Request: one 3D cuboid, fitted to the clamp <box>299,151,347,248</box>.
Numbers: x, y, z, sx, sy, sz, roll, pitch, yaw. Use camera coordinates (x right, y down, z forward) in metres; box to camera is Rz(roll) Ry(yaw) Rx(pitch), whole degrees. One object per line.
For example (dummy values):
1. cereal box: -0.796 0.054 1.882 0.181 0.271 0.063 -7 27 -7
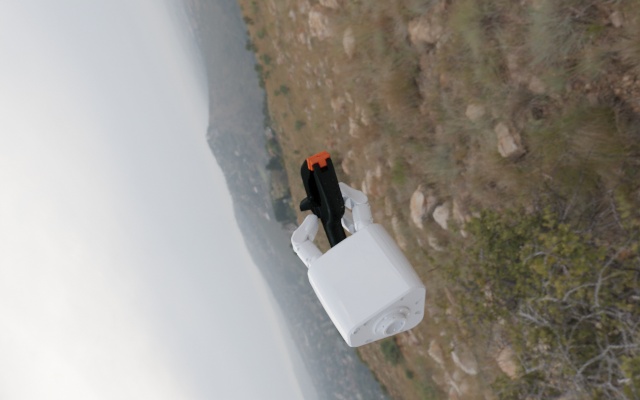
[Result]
1. clamp: -0.001 0.002 0.687 0.036 0.210 0.164 -26 48 -14
